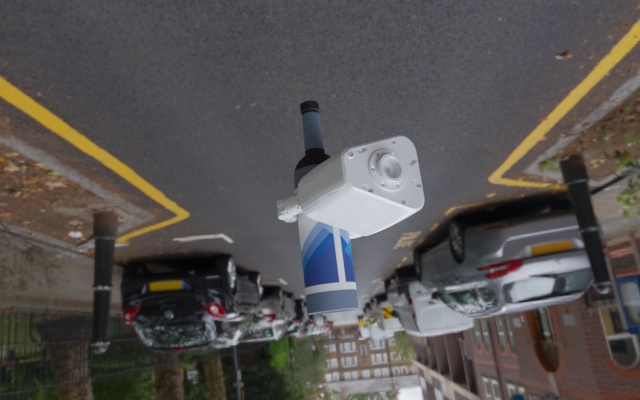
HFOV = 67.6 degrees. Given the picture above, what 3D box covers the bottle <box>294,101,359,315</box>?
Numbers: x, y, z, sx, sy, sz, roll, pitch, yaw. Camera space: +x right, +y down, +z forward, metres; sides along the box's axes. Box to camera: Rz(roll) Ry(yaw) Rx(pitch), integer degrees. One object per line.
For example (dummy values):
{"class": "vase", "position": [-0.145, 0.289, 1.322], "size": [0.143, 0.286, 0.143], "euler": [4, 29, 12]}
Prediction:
{"class": "bottle", "position": [0.000, 0.002, 0.652], "size": [0.069, 0.295, 0.069], "euler": [-6, -15, -2]}
